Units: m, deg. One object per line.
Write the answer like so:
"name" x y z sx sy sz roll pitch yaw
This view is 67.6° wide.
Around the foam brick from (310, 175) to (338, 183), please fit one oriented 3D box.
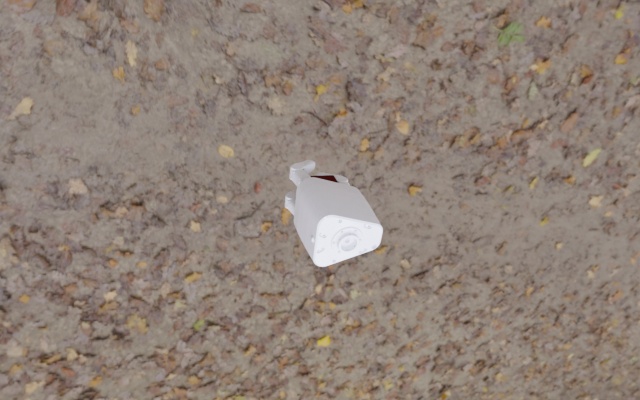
"foam brick" 0.000 0.003 0.806 0.053 0.078 0.051 -3 33 -16
